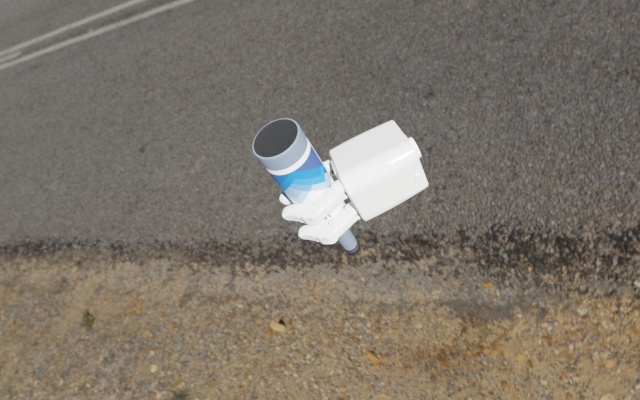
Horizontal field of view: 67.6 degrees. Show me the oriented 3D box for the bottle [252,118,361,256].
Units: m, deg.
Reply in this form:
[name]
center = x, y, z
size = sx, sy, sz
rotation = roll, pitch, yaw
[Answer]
[bottle]
center = 0.000, 0.002, 0.705
size = 0.069, 0.069, 0.296
rotation = 0, -33, 27
